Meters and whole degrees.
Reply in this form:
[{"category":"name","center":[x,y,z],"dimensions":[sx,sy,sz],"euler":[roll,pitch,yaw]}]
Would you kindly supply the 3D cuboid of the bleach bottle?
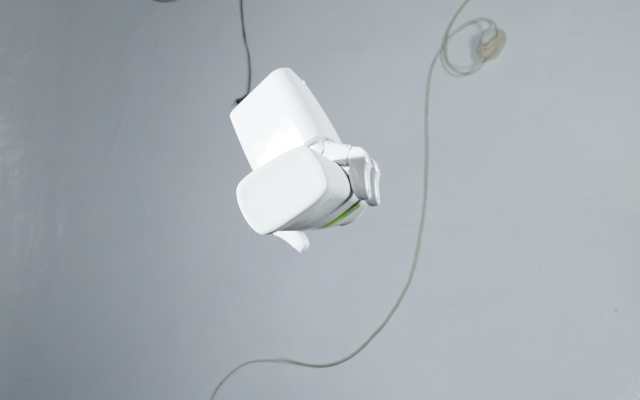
[{"category":"bleach bottle","center":[0.000,0.002,0.592],"dimensions":[0.102,0.068,0.251],"euler":[-32,-15,12]}]
